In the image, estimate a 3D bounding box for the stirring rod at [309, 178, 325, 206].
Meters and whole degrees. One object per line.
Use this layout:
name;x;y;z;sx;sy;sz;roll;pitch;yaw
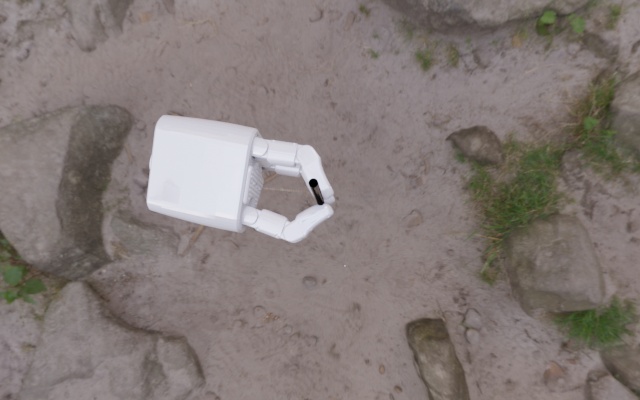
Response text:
stirring rod;0.000;0.002;0.515;0.011;0.011;0.239;0;-8;3
